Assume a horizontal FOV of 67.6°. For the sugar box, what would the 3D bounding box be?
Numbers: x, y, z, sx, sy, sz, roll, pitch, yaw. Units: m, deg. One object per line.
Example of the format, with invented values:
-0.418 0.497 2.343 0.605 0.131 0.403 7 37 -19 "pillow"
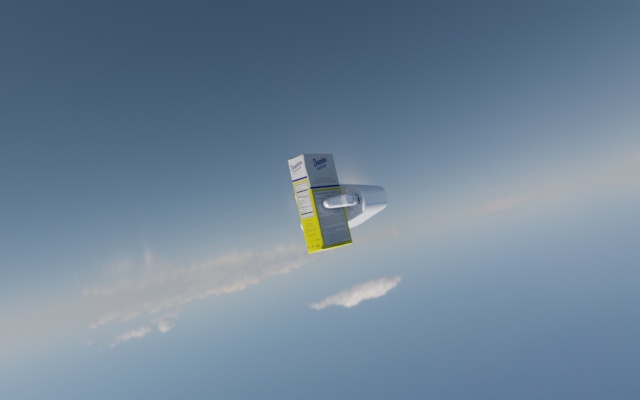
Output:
0.000 0.003 0.882 0.048 0.176 0.093 -19 -8 37 "sugar box"
